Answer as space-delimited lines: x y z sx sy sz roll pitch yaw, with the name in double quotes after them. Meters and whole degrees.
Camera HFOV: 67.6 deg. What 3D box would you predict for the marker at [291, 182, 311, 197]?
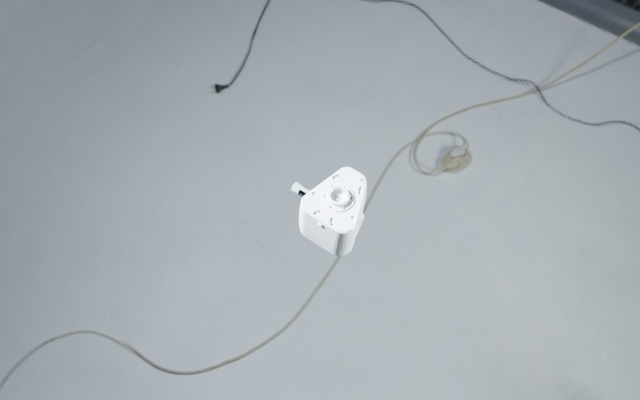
0.000 0.003 0.895 0.121 0.020 0.020 31 7 12 "marker"
